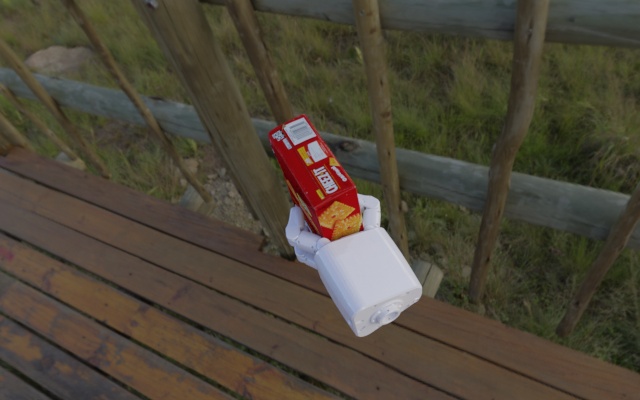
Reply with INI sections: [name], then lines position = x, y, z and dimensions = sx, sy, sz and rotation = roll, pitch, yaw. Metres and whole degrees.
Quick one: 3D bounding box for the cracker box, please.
[cracker box]
position = 0.000, 0.002, 0.729
dimensions = 0.072, 0.164, 0.214
rotation = -27, -36, -8
